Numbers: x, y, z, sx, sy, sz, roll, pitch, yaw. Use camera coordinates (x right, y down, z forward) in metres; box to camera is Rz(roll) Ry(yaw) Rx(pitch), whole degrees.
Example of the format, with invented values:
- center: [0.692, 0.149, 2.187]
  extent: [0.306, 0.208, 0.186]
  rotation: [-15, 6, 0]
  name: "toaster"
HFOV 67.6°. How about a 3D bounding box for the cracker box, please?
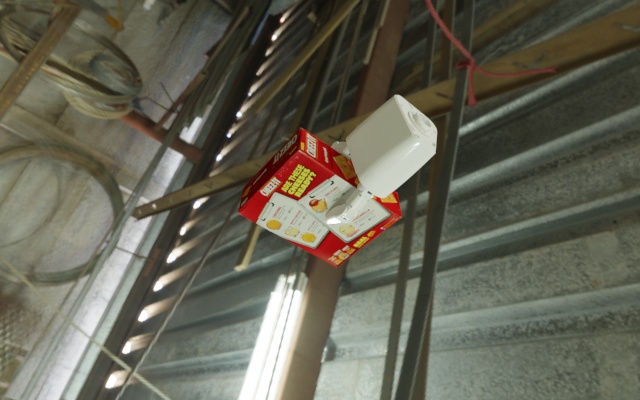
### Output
- center: [0.000, 0.003, 0.788]
  extent: [0.214, 0.072, 0.164]
  rotation: [32, -56, -25]
  name: "cracker box"
